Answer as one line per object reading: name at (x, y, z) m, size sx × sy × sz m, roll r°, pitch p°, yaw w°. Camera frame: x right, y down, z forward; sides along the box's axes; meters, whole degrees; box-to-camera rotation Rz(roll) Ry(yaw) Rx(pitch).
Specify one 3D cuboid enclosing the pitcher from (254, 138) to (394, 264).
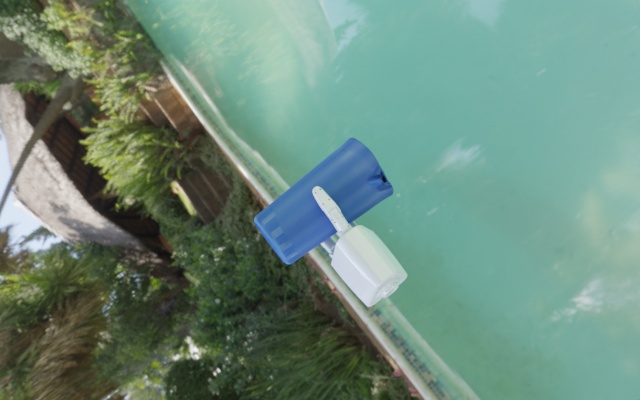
pitcher at (0.000, 0.003, 0.887) m, size 0.243 × 0.145 × 0.149 m, roll -37°, pitch -22°, yaw -9°
